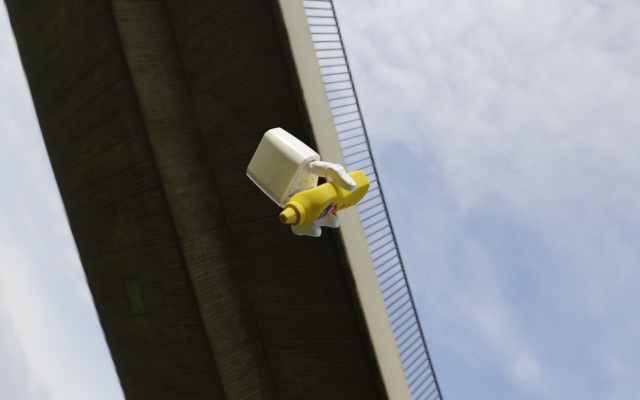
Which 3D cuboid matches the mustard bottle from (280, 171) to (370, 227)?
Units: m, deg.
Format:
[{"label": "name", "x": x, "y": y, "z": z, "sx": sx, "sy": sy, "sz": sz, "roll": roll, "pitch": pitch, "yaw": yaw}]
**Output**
[{"label": "mustard bottle", "x": 0.001, "y": 0.003, "z": 0.847, "sx": 0.191, "sy": 0.058, "sz": 0.096, "roll": -22, "pitch": -12, "yaw": -46}]
